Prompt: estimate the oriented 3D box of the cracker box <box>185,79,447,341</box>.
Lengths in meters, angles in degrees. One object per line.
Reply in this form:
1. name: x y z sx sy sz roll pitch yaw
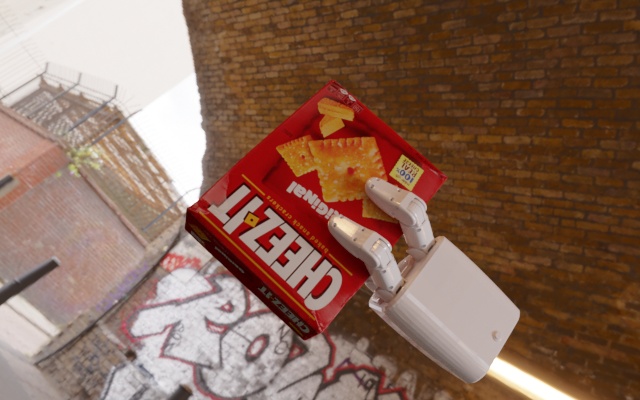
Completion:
1. cracker box: 0.000 0.002 0.479 0.213 0.164 0.072 -46 -4 -25
